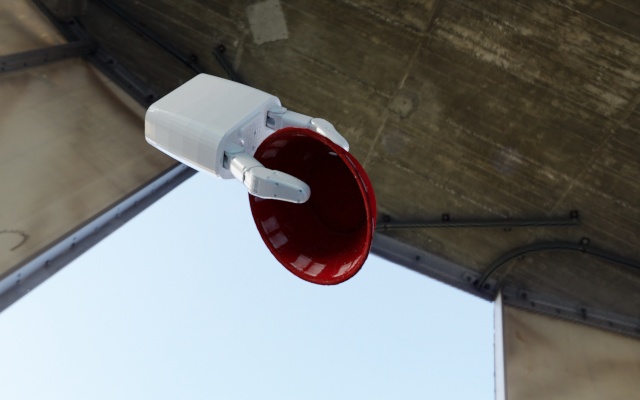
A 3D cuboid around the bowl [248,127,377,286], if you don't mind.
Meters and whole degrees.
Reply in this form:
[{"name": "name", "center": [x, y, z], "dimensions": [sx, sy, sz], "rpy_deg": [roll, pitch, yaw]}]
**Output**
[{"name": "bowl", "center": [0.001, 0.002, 0.484], "dimensions": [0.162, 0.162, 0.055], "rpy_deg": [0, 16, 42]}]
